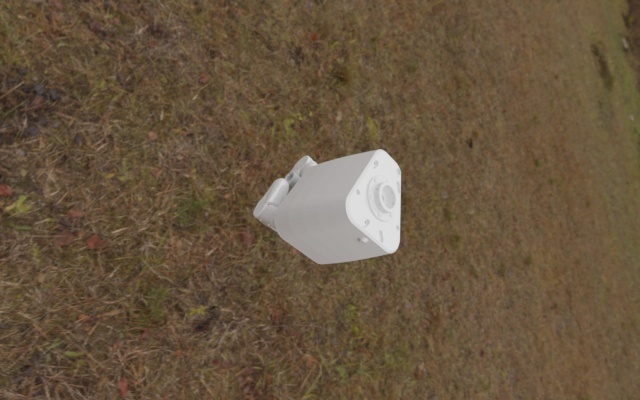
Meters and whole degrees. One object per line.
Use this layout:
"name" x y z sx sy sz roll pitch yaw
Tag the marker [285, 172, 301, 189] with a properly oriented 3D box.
"marker" 0.000 0.002 0.631 0.020 0.020 0.121 0 -31 49
